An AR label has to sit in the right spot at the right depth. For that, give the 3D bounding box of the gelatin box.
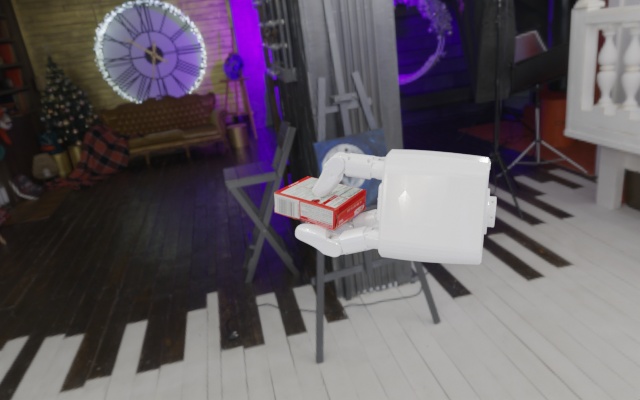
[{"bbox_3d":[0.000,0.001,0.579,0.089,0.030,0.073,15,27,29],"label":"gelatin box"}]
